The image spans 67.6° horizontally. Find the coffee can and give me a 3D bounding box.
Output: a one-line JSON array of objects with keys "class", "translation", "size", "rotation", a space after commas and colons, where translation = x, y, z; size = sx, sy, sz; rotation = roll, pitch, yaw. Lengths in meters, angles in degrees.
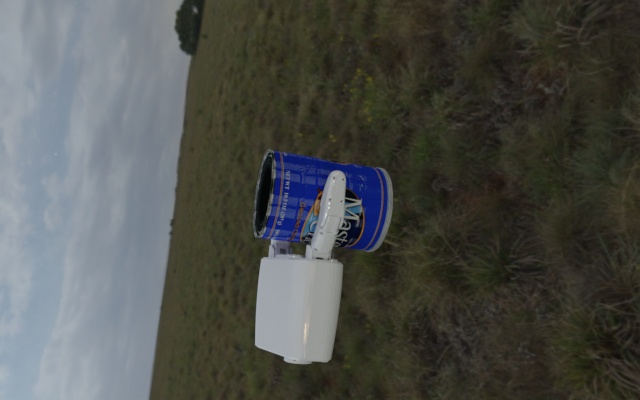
[{"class": "coffee can", "translation": [0.000, 0.002, 0.561], "size": [0.140, 0.103, 0.103], "rotation": [8, -2, -16]}]
